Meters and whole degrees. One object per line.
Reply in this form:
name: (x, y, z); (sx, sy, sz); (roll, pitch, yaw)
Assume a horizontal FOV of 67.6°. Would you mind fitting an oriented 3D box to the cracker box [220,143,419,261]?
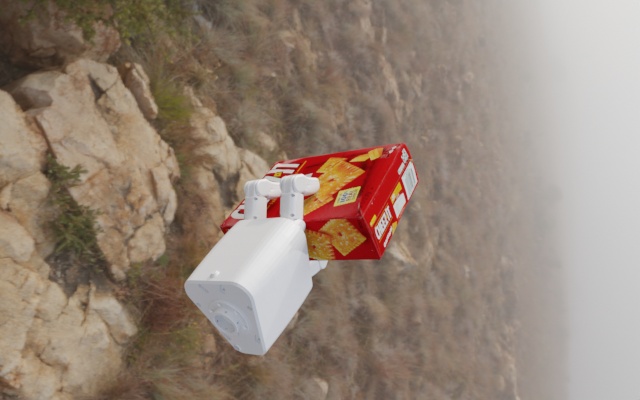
cracker box: (0.000, 0.002, 0.623); (0.214, 0.072, 0.164); (-5, 33, 33)
